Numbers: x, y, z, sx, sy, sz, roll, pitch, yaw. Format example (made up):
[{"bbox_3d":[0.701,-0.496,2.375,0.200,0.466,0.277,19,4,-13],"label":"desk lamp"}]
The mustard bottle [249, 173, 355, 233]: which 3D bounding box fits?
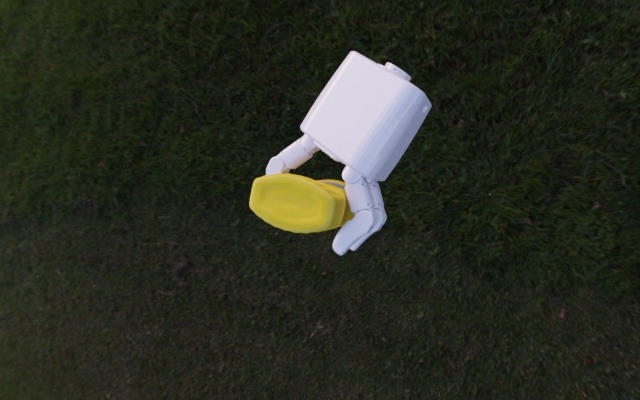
[{"bbox_3d":[0.000,0.002,0.567,0.096,0.058,0.191,12,4,19],"label":"mustard bottle"}]
